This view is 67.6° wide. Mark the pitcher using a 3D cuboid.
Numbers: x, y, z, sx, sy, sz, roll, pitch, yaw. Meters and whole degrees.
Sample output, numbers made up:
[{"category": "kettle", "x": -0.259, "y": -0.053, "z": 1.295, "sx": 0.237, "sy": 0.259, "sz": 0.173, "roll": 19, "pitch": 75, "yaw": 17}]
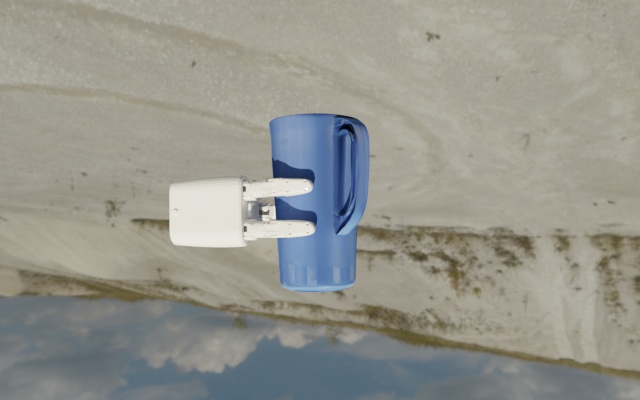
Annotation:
[{"category": "pitcher", "x": 0.000, "y": 0.002, "z": 0.675, "sx": 0.145, "sy": 0.243, "sz": 0.149, "roll": -2, "pitch": -3, "yaw": 7}]
